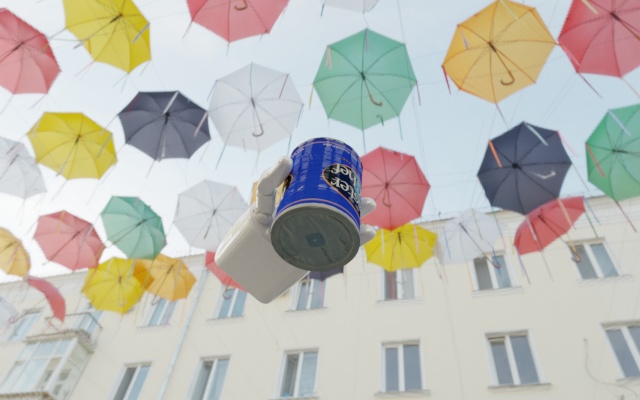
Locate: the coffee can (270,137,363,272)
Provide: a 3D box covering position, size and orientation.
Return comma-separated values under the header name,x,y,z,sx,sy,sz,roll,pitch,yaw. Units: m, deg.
name,x,y,z,sx,sy,sz,roll,pitch,yaw
coffee can,0.000,0.002,0.590,0.103,0.103,0.140,0,39,7
